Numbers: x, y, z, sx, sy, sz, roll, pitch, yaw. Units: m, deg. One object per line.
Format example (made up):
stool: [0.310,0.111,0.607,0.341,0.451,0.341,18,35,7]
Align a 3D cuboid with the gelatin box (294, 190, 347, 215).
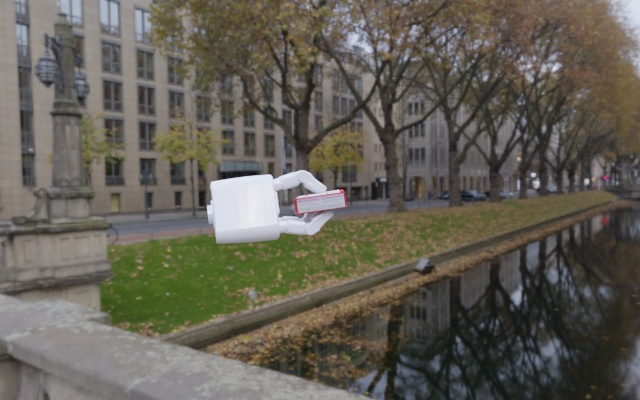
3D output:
gelatin box: [0.000,0.002,0.838,0.089,0.030,0.073,-9,4,1]
